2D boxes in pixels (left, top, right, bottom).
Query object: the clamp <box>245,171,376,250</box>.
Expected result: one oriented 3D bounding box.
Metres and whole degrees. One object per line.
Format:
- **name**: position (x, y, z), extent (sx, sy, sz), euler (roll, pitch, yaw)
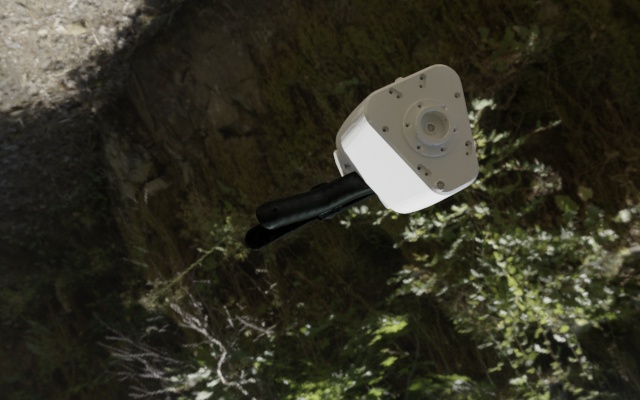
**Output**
- **clamp**: position (0.000, 0.002, 0.495), extent (0.171, 0.039, 0.120), euler (-26, -3, -11)
